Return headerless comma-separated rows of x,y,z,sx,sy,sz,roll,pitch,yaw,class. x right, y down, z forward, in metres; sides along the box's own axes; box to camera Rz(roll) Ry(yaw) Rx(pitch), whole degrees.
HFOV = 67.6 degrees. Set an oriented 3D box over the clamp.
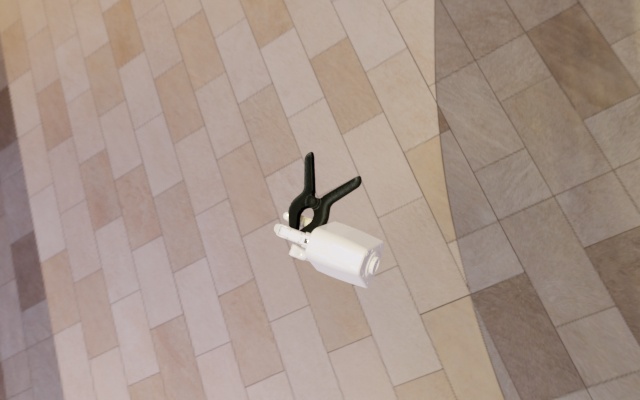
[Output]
0.000,0.003,0.892,0.120,0.171,0.039,19,-2,24,clamp
